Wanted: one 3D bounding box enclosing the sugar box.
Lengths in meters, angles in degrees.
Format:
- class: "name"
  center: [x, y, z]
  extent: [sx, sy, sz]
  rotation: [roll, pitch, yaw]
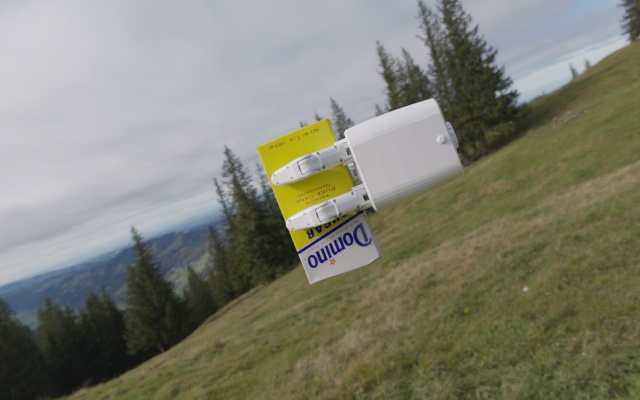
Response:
- class: "sugar box"
  center: [0.000, 0.002, 0.570]
  extent: [0.093, 0.176, 0.048]
  rotation: [-22, 1, 9]
